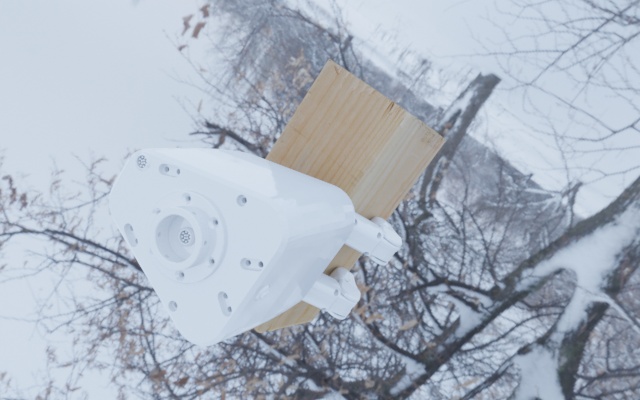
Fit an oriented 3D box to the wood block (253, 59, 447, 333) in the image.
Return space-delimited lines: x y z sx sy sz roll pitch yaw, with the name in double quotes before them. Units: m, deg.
"wood block" 0.000 0.001 0.410 0.090 0.206 0.090 42 16 27
